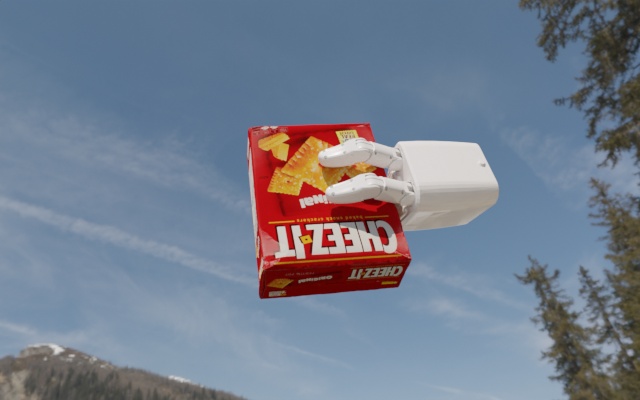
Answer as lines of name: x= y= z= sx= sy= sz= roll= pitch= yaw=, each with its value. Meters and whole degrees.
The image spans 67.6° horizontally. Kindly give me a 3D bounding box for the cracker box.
cracker box: x=0.000 y=0.002 z=0.577 sx=0.164 sy=0.213 sz=0.072 roll=-3 pitch=-38 yaw=-11
